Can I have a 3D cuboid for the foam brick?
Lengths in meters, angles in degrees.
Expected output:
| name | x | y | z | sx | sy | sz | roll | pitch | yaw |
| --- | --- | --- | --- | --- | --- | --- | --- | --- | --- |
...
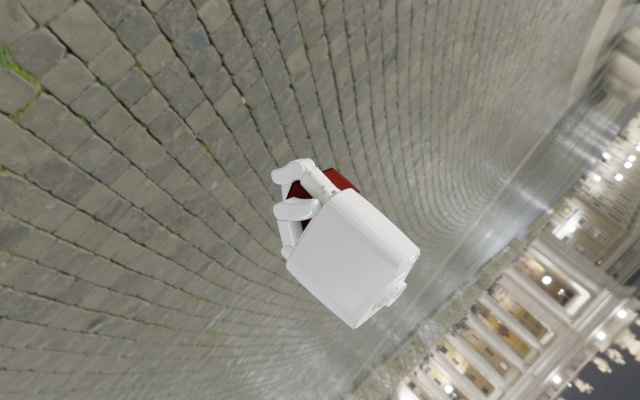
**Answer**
| name | x | y | z | sx | sy | sz | roll | pitch | yaw |
| --- | --- | --- | --- | --- | --- | --- | --- | --- | --- |
| foam brick | 0.000 | 0.002 | 0.583 | 0.051 | 0.053 | 0.078 | 40 | 38 | 22 |
